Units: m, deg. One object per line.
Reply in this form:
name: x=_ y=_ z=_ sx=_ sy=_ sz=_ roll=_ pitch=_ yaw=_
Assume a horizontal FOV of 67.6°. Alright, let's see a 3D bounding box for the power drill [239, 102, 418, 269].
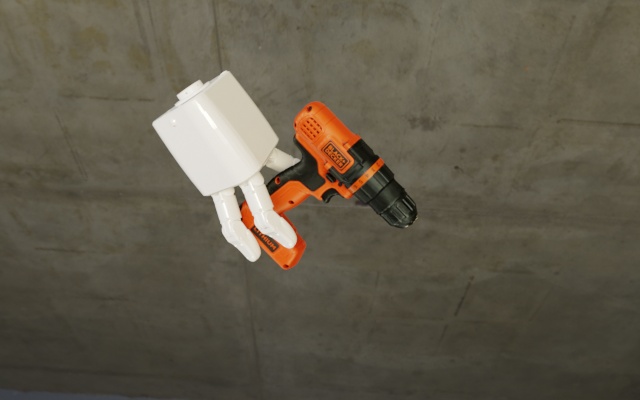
power drill: x=0.000 y=0.002 z=0.587 sx=0.188 sy=0.184 sz=0.057 roll=-43 pitch=-1 yaw=26
